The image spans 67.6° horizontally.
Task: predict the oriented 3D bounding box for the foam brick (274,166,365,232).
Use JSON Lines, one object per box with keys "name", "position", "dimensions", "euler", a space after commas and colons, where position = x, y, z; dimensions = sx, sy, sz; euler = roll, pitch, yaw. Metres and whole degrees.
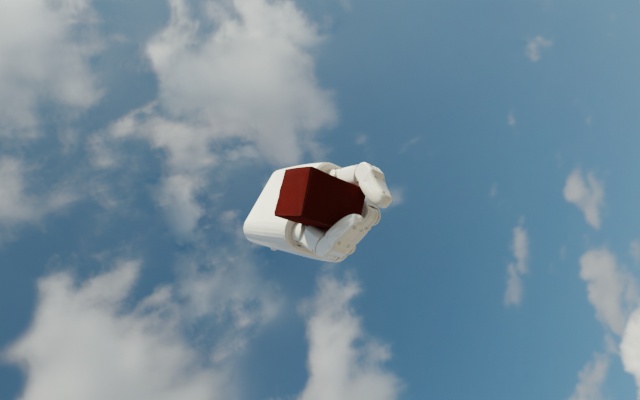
{"name": "foam brick", "position": [0.000, 0.001, 0.500], "dimensions": [0.078, 0.053, 0.051], "euler": [21, -12, -36]}
